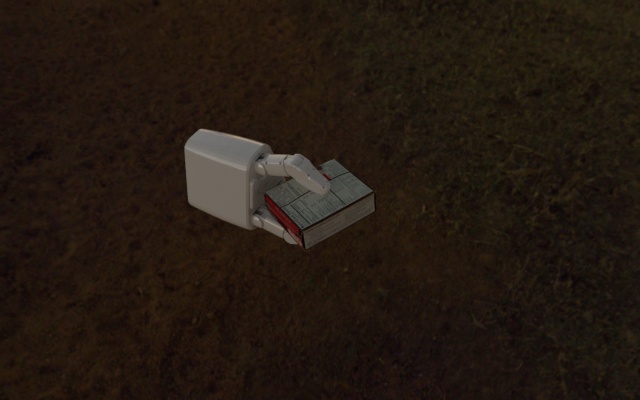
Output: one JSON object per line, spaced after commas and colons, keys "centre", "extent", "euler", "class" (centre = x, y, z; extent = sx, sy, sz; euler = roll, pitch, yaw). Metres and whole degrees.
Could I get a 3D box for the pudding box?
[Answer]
{"centre": [0.000, 0.002, 0.594], "extent": [0.113, 0.039, 0.090], "euler": [-28, 47, -20], "class": "pudding box"}
